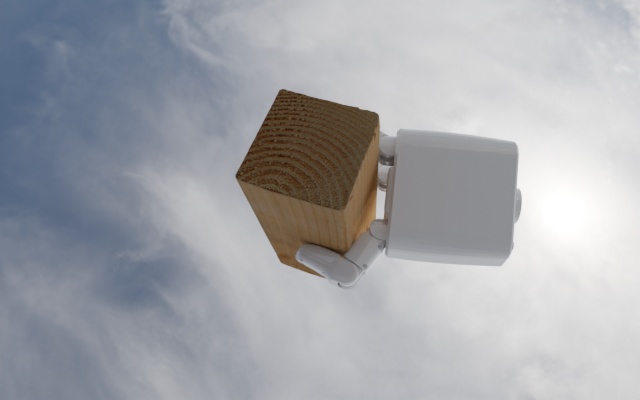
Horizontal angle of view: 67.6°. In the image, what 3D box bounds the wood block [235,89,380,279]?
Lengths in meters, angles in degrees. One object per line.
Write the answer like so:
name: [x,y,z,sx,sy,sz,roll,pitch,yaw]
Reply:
wood block: [0.000,0.002,0.456,0.090,0.090,0.206,17,-23,13]
